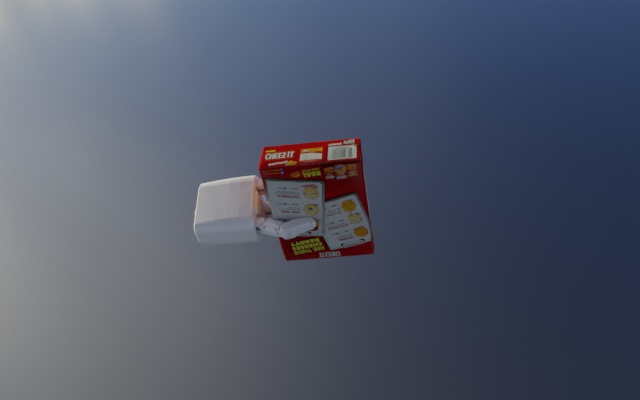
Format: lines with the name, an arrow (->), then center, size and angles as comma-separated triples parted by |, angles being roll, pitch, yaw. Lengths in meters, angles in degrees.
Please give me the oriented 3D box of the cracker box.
cracker box -> 0.000, 0.003, 0.816 | 0.164, 0.214, 0.072 | -5, 41, 8
